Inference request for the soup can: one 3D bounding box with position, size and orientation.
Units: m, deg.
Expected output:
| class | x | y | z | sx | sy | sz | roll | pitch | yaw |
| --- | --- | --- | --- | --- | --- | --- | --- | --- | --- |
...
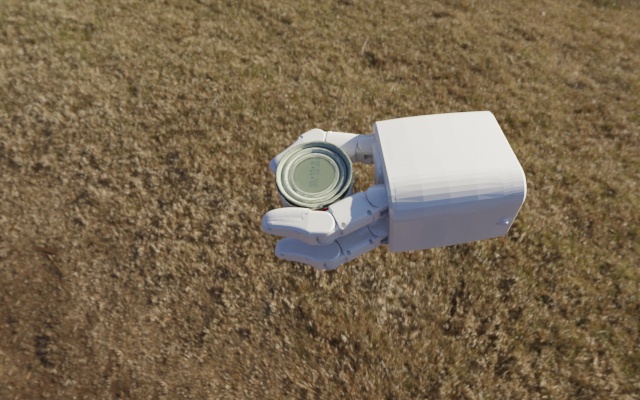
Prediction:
| class | x | y | z | sx | sy | sz | roll | pitch | yaw |
| --- | --- | --- | --- | --- | --- | --- | --- | --- | --- |
| soup can | 0.000 | 0.001 | 0.437 | 0.068 | 0.068 | 0.102 | 0 | -29 | 7 |
